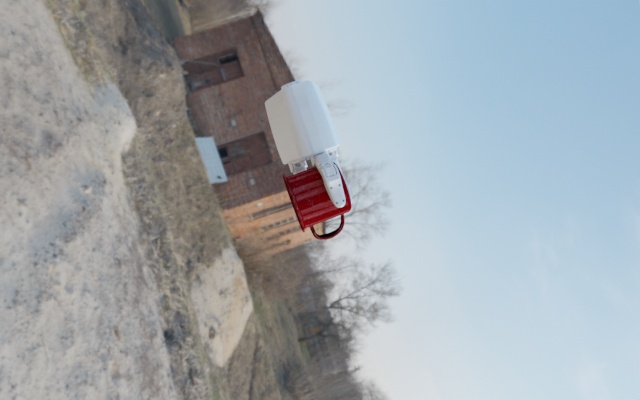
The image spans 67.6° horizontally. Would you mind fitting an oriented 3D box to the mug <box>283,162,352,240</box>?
[{"bbox_3d":[0.001,0.004,0.724,0.081,0.117,0.093,-20,8,-5],"label":"mug"}]
